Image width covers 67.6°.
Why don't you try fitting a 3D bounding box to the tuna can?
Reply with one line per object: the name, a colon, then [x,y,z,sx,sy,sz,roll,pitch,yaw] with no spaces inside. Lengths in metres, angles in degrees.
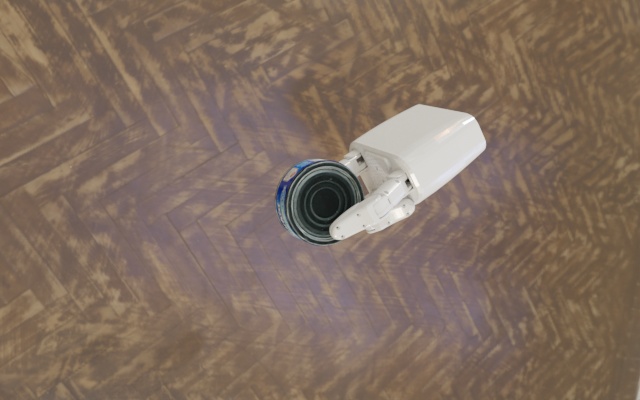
tuna can: [0.000,0.002,0.475,0.086,0.086,0.033,0,7,-23]
